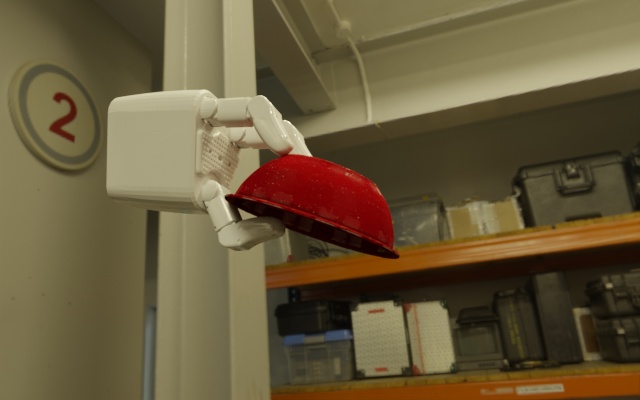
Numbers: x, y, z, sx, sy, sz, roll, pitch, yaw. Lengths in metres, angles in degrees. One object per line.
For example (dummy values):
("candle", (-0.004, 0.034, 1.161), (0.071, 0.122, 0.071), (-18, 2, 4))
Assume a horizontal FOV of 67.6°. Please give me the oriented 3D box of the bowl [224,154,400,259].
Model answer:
("bowl", (0.001, 0.001, 0.426), (0.162, 0.055, 0.162), (19, -9, 3))
